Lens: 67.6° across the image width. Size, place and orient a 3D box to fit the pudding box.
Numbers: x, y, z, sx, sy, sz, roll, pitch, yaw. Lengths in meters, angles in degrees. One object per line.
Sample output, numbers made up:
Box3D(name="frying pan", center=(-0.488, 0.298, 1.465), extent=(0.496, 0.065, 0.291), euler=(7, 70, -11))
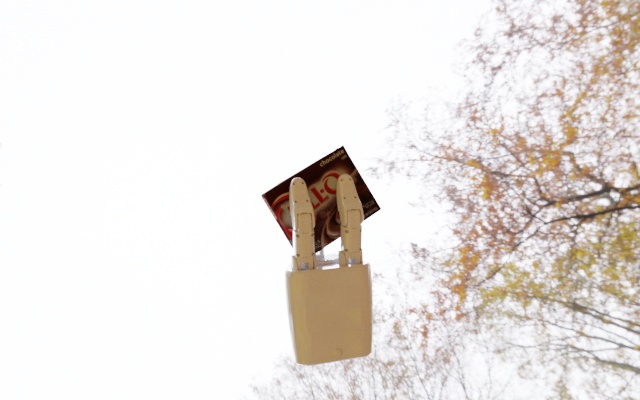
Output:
Box3D(name="pudding box", center=(0.000, 0.002, 0.561), extent=(0.113, 0.090, 0.039), euler=(-33, 8, -12))
